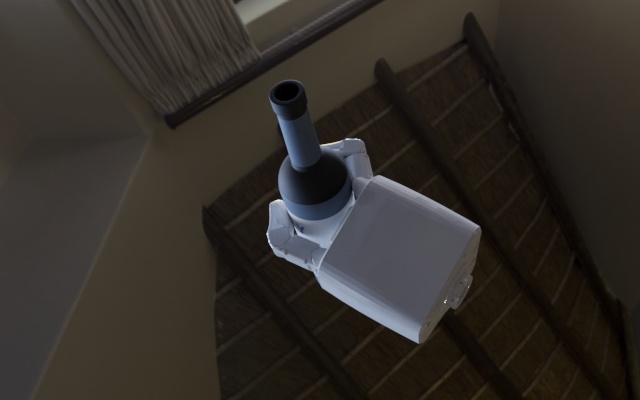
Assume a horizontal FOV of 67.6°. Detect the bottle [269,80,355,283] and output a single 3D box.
[{"bbox_3d":[0.000,0.002,0.474,0.069,0.069,0.296,0,-34,12],"label":"bottle"}]
